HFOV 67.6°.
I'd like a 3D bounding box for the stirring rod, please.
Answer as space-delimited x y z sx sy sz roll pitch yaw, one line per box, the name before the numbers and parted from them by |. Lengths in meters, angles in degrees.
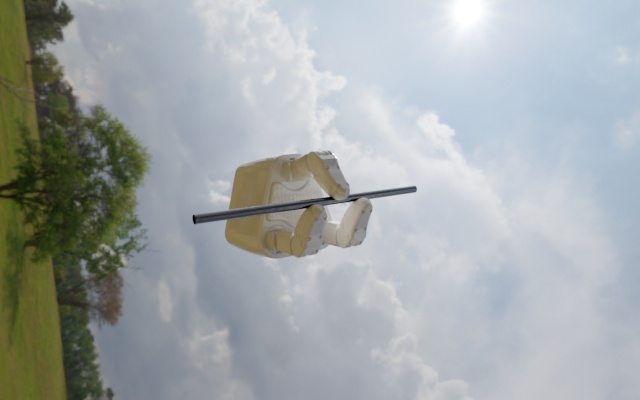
stirring rod | 0.000 0.001 0.443 0.239 0.011 0.011 -8 4 -33
